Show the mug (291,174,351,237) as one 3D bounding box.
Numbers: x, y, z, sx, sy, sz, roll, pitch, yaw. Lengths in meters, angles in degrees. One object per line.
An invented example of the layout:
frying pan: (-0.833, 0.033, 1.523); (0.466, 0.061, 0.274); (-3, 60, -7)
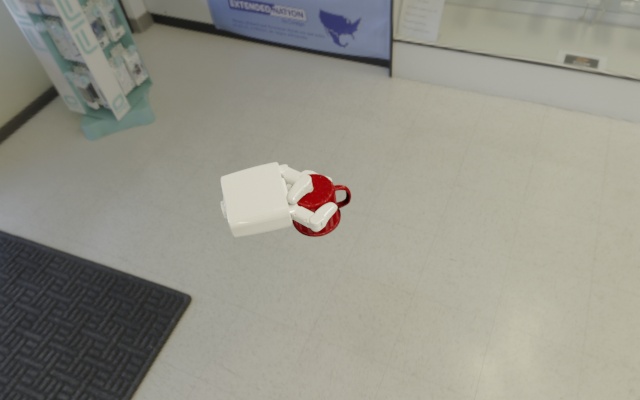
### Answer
mug: (0.002, 0.002, 0.875); (0.117, 0.093, 0.082); (-15, -40, -5)
